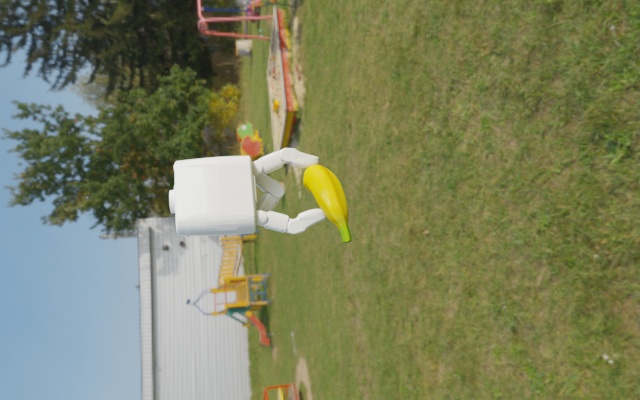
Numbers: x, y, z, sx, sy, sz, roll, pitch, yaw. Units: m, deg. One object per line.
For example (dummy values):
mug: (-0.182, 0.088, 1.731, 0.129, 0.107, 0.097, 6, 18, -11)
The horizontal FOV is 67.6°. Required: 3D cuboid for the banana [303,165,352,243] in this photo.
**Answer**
banana: (0.001, -0.014, 0.658, 0.037, 0.070, 0.197, -4, 23, -12)
